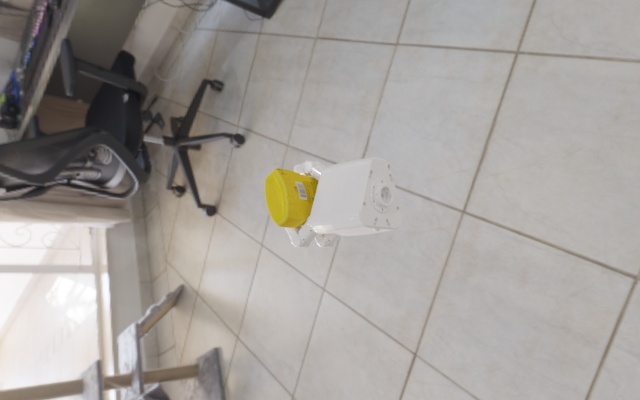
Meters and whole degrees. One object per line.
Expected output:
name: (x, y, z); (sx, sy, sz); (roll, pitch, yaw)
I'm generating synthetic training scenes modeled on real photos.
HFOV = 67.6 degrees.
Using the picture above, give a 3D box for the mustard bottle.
mustard bottle: (0.000, 0.003, 0.816); (0.191, 0.096, 0.058); (7, -36, -40)
